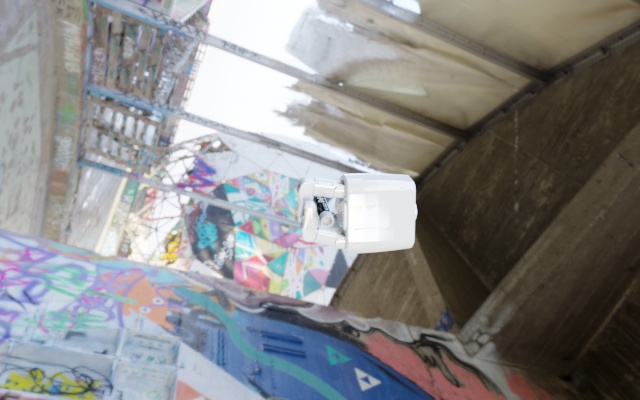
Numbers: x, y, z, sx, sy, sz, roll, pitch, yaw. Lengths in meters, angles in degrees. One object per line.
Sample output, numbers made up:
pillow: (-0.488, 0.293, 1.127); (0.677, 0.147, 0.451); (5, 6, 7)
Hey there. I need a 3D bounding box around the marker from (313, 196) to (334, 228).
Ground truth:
marker: (0.000, 0.002, 0.697); (0.020, 0.020, 0.121); (0, 26, -10)
